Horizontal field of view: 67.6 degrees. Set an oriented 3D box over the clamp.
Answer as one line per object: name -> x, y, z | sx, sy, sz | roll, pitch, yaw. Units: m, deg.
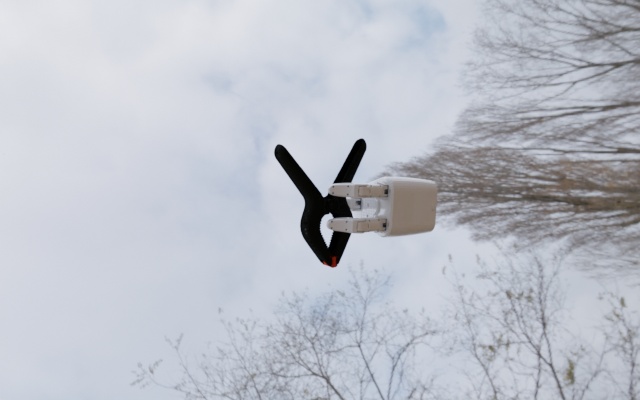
clamp -> 0.000, 0.003, 0.756 | 0.164, 0.210, 0.036 | 0, 5, -30
